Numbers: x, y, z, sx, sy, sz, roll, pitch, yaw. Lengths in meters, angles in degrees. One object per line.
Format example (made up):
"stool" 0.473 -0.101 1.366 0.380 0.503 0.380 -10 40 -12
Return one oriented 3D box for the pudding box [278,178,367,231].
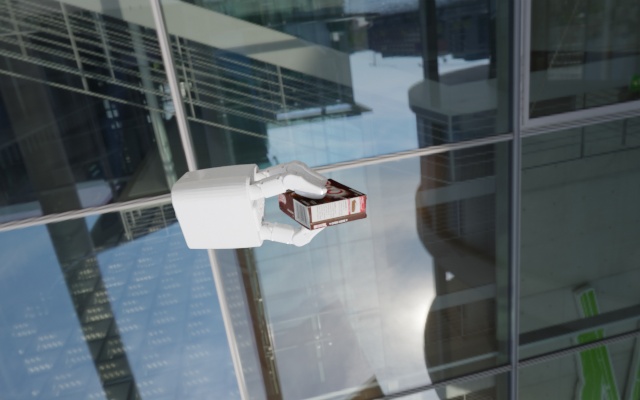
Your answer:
"pudding box" 0.000 0.002 0.675 0.090 0.039 0.113 -12 21 -23
